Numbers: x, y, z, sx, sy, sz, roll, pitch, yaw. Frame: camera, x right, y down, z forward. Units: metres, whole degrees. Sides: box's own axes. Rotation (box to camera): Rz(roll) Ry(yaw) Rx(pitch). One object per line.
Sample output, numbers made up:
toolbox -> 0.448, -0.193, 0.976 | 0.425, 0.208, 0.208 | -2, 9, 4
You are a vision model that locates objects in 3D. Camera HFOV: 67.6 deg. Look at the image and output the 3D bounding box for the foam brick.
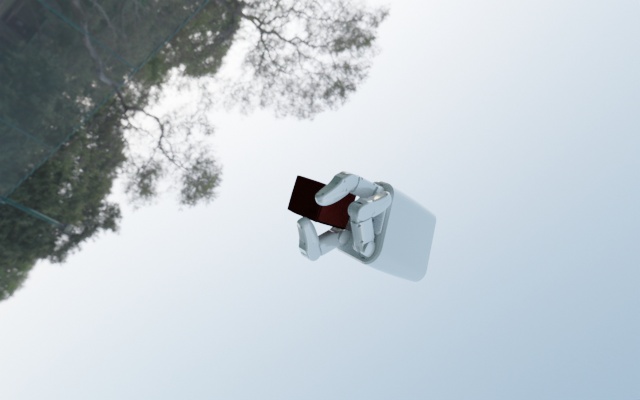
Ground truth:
foam brick -> 0.000, 0.002, 0.651 | 0.051, 0.053, 0.078 | 16, 4, -36
